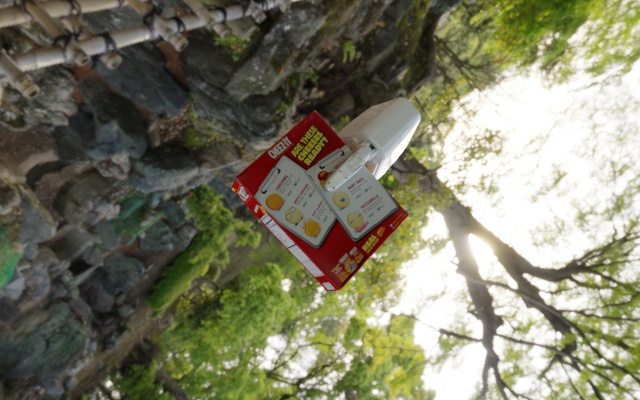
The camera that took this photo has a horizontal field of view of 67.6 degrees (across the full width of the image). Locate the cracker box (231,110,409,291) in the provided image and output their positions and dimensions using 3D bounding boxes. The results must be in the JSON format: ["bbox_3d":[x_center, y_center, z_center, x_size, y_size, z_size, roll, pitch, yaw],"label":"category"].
[{"bbox_3d":[0.000,0.002,0.709,0.164,0.214,0.072,-44,3,-23],"label":"cracker box"}]
